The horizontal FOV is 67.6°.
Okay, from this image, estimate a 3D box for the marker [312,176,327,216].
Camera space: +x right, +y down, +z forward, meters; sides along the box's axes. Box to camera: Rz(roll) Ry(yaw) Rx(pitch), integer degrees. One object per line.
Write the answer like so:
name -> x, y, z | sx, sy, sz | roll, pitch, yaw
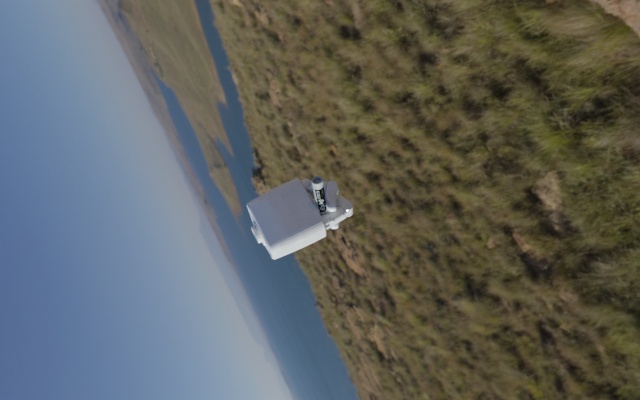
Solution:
marker -> 0.000, 0.003, 0.837 | 0.020, 0.020, 0.121 | 0, -37, 7
